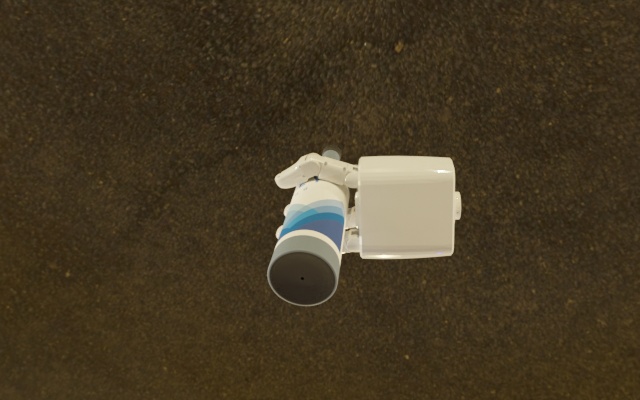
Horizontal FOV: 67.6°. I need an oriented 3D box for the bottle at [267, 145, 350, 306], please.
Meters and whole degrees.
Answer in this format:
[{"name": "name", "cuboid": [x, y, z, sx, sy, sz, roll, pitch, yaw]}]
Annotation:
[{"name": "bottle", "cuboid": [0.000, 0.002, 0.571, 0.069, 0.069, 0.295, 0, 29, 8]}]
